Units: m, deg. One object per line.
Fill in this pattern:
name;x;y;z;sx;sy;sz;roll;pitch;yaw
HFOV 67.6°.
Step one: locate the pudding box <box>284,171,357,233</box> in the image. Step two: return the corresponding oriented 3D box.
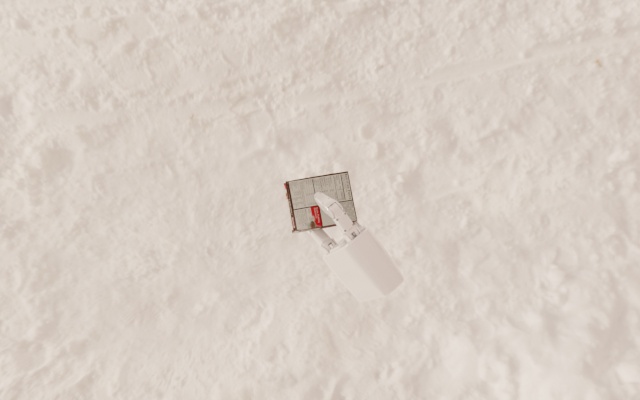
pudding box;0.000;0.003;0.820;0.113;0.090;0.039;-9;-5;-14
